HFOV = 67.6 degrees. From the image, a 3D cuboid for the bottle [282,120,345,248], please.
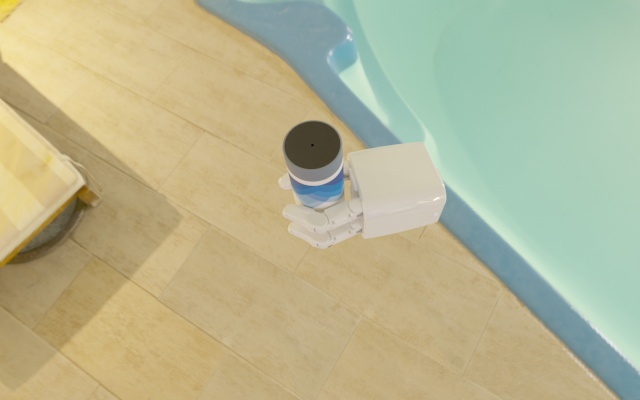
[{"bbox_3d":[0.000,0.002,0.655,0.069,0.069,0.296,0,-25,4],"label":"bottle"}]
